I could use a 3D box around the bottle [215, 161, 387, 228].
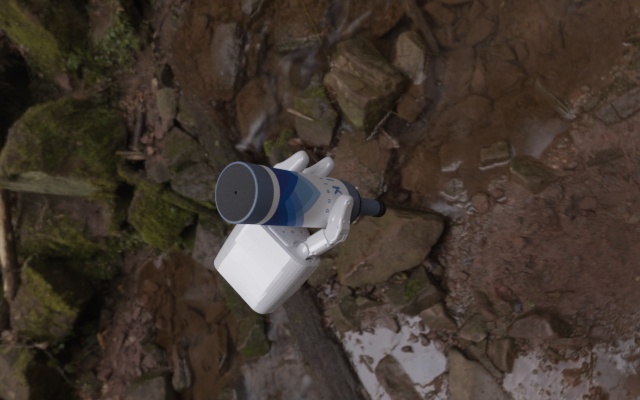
[{"bbox_3d":[0.000,0.002,0.620,0.069,0.069,0.296,0,-4,38],"label":"bottle"}]
